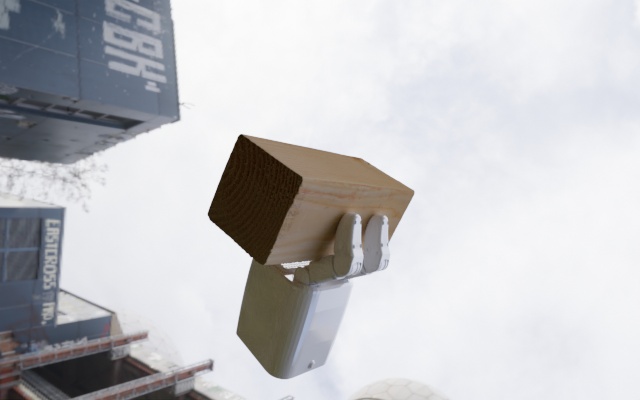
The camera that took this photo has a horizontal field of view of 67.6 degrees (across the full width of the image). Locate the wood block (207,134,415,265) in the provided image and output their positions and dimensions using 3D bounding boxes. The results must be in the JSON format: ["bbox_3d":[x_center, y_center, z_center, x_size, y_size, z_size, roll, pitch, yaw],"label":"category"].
[{"bbox_3d":[0.000,0.002,0.501,0.090,0.090,0.206,35,18,32],"label":"wood block"}]
